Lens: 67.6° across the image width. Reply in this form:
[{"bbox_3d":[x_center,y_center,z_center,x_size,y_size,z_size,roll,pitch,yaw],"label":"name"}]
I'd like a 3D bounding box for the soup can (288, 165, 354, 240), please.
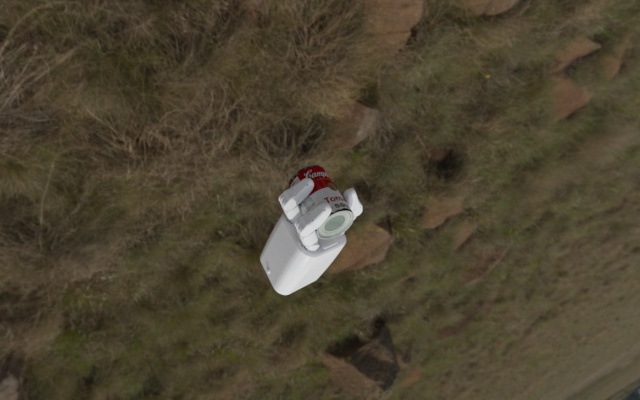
[{"bbox_3d":[0.001,0.002,0.750,0.068,0.102,0.069,-21,-35,-16],"label":"soup can"}]
